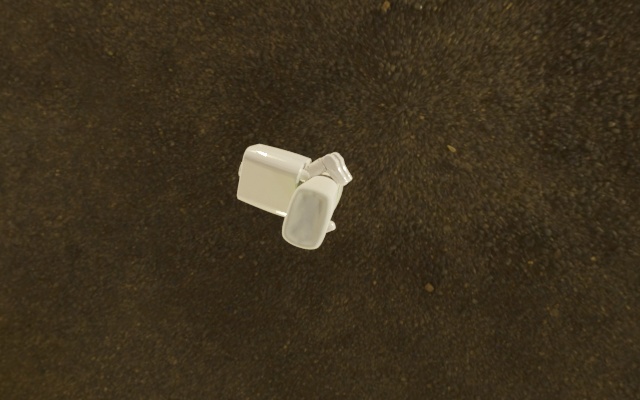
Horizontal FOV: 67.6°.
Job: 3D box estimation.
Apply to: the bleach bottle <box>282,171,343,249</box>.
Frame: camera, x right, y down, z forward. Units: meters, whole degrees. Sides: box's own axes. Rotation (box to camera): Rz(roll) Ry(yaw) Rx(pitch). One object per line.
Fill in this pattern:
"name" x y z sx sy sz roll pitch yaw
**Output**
"bleach bottle" 0.000 0.003 0.852 0.068 0.102 0.250 18 13 6
